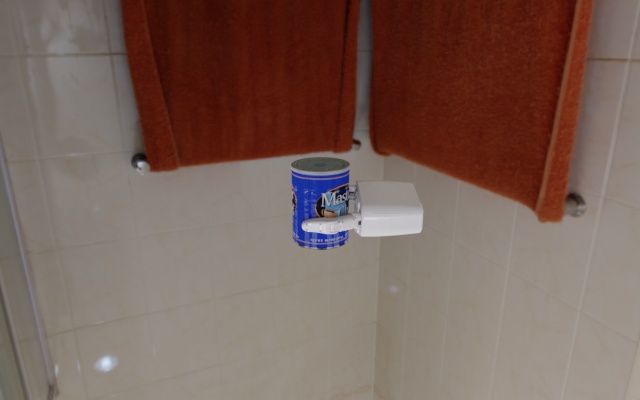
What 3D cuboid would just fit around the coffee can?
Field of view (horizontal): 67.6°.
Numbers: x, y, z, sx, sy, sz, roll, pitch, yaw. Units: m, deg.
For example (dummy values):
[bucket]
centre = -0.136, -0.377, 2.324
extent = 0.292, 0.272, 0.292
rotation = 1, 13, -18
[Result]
[coffee can]
centre = 0.000, 0.003, 0.845
extent = 0.103, 0.140, 0.102
rotation = 0, 19, 0
